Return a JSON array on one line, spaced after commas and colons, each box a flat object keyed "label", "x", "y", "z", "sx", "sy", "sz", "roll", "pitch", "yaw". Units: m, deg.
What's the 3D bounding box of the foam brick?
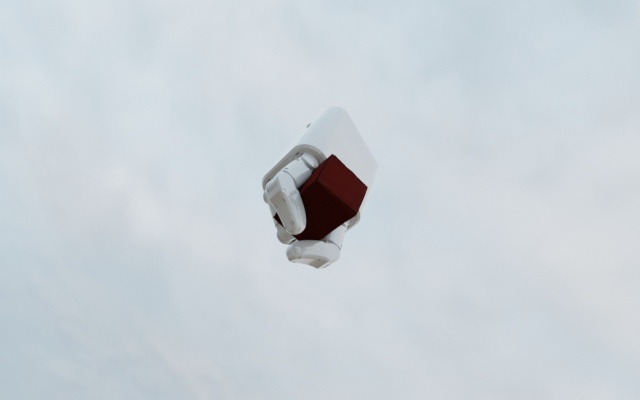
[{"label": "foam brick", "x": 0.000, "y": 0.002, "z": 0.482, "sx": 0.078, "sy": 0.053, "sz": 0.051, "roll": -38, "pitch": 13, "yaw": 39}]
